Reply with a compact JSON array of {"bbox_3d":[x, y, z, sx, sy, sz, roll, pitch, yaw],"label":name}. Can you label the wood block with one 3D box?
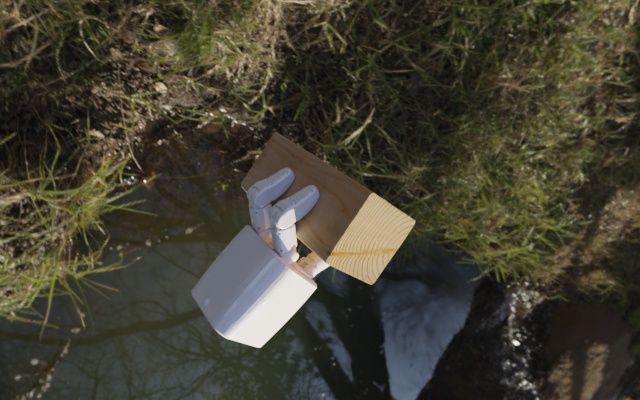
[{"bbox_3d":[0.000,0.002,0.584,0.091,0.090,0.206,31,4,-43],"label":"wood block"}]
